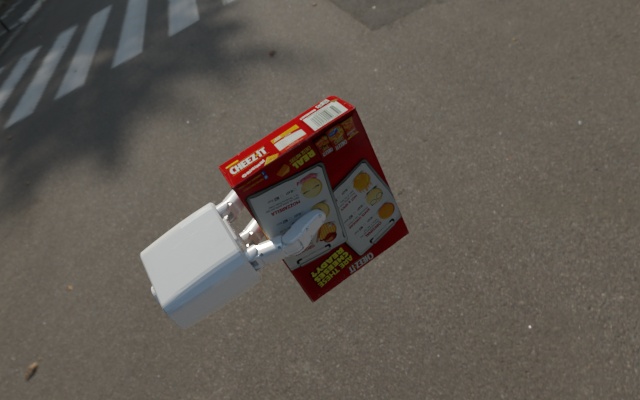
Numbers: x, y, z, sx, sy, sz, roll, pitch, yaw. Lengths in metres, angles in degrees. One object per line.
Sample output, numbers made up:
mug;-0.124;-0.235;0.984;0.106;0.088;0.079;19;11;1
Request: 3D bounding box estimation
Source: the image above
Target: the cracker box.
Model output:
cracker box;0.000;0.002;0.601;0.164;0.214;0.072;-34;37;-7
